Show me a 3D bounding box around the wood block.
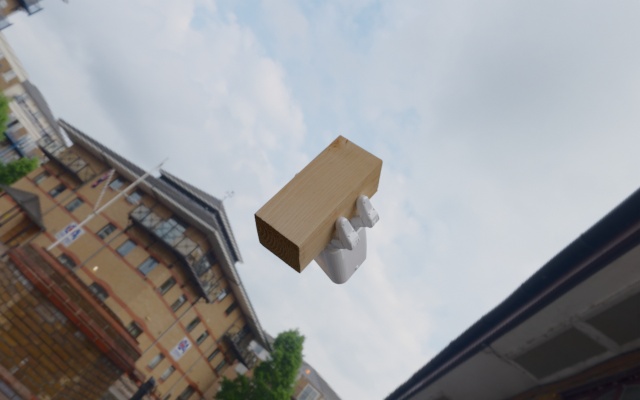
[{"bbox_3d":[0.000,0.002,0.766,0.091,0.206,0.090,34,-29,21],"label":"wood block"}]
